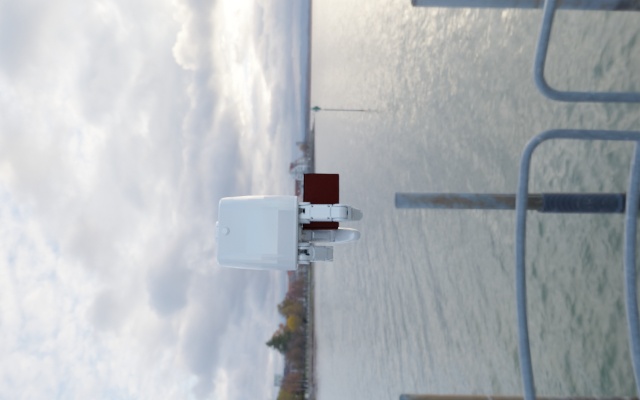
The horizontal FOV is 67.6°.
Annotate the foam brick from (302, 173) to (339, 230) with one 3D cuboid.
[{"bbox_3d":[0.000,0.002,0.677,0.051,0.078,0.053,1,-7,-1],"label":"foam brick"}]
